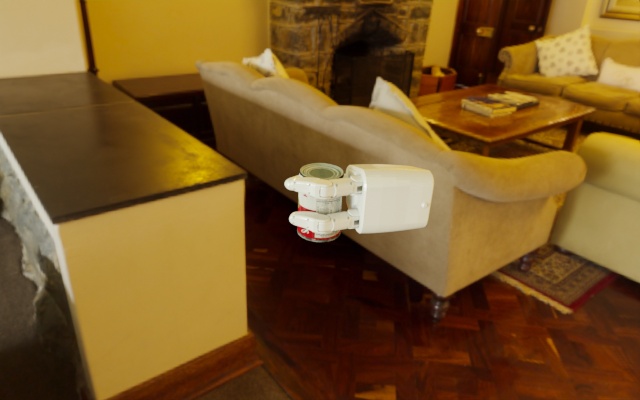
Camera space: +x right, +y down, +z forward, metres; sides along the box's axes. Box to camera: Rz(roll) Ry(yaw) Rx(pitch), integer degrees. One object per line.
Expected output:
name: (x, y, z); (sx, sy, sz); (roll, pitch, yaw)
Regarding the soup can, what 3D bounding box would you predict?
soup can: (0.000, 0.002, 0.722); (0.068, 0.102, 0.068); (2, 26, -1)
